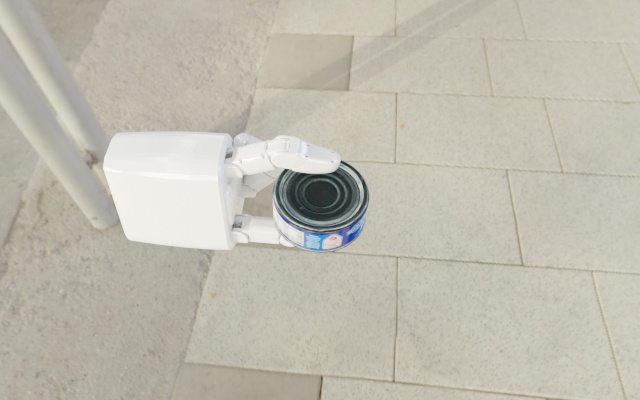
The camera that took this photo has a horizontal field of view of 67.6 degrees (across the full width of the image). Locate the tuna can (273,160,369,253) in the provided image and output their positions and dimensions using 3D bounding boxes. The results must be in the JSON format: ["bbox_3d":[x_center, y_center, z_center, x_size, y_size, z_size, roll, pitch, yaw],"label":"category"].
[{"bbox_3d":[0.000,0.001,0.425,0.086,0.086,0.034,0,-36,-4],"label":"tuna can"}]
